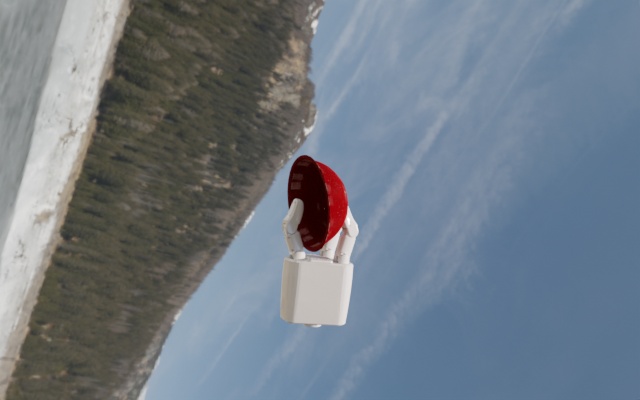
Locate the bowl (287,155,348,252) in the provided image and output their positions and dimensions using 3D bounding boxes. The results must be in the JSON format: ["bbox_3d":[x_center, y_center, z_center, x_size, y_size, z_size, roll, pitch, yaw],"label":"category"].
[{"bbox_3d":[0.001,0.001,0.799,0.055,0.162,0.162,-7,3,-26],"label":"bowl"}]
